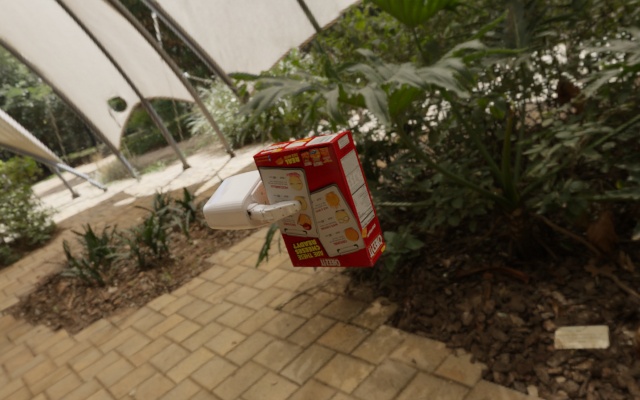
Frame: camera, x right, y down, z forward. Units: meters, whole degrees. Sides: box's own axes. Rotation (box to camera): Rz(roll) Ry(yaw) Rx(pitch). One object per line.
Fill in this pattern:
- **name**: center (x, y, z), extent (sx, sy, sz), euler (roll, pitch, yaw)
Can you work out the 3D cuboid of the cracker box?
- **cracker box**: center (0.000, 0.003, 0.791), extent (0.164, 0.214, 0.072), euler (-6, 23, 36)
